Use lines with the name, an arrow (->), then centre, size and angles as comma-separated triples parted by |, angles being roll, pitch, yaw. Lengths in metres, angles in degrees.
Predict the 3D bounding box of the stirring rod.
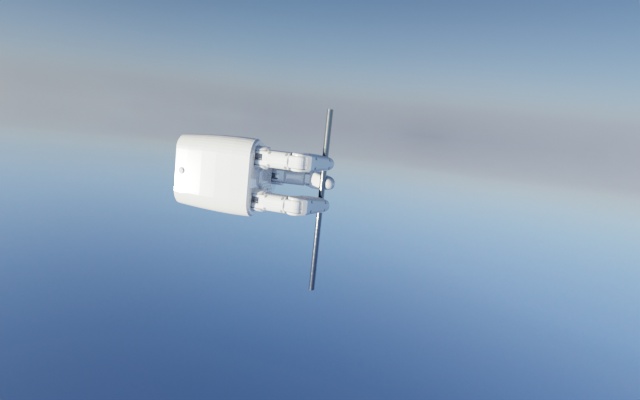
stirring rod -> 0.000, 0.002, 0.627 | 0.011, 0.239, 0.011 | 6, 9, -1
